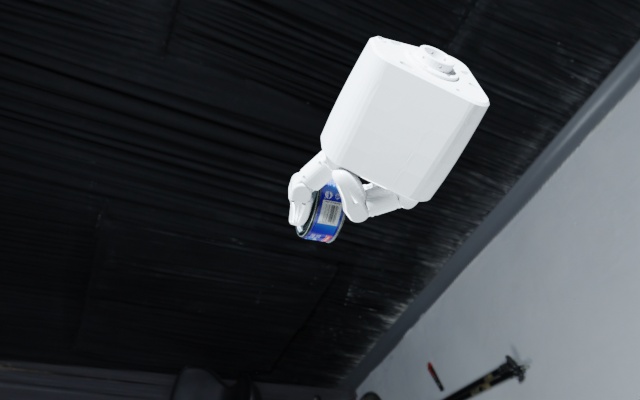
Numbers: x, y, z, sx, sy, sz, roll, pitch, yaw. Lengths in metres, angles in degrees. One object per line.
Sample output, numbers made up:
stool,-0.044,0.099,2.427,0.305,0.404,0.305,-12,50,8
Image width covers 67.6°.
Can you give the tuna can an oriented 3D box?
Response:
tuna can,0.000,0.002,0.522,0.034,0.086,0.086,11,-3,-17
